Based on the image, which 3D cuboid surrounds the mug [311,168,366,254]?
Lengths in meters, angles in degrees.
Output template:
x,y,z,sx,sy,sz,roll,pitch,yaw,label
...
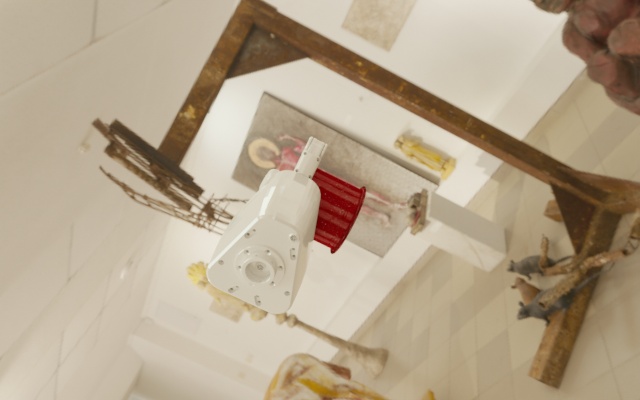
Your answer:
x,y,z,sx,sy,sz,roll,pitch,yaw,label
0.000,0.001,0.598,0.081,0.093,0.117,26,24,-5,mug
